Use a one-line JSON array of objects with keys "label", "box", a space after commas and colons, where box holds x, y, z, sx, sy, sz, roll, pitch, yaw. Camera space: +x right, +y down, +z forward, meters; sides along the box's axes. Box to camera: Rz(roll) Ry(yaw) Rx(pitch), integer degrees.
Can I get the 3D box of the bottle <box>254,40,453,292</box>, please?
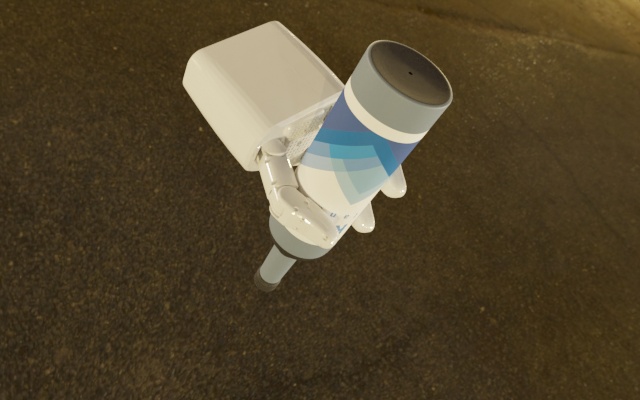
[{"label": "bottle", "box": [0.000, 0.001, 0.420, 0.069, 0.069, 0.296, 0, -36, -30]}]
